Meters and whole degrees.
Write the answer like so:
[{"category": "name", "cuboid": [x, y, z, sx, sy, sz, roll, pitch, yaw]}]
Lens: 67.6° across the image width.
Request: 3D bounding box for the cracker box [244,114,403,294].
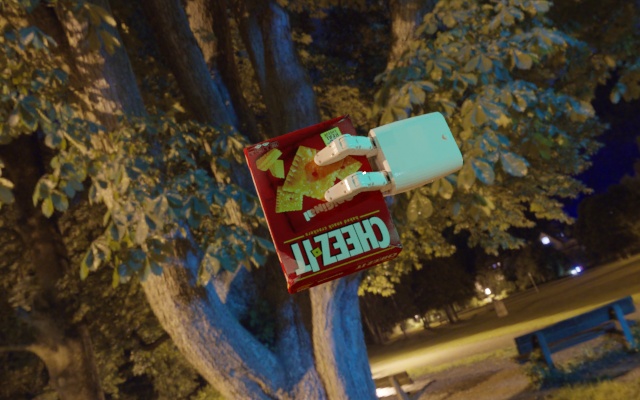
[{"category": "cracker box", "cuboid": [0.000, 0.002, 0.679, 0.164, 0.213, 0.072, -18, -17, -6]}]
